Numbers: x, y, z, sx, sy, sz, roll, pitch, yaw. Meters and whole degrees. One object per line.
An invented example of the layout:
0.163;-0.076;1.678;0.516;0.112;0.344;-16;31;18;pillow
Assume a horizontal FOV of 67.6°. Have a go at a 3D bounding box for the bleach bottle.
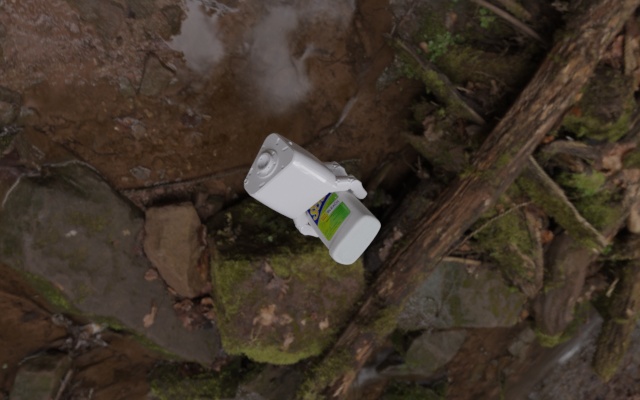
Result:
0.000;0.003;0.886;0.068;0.102;0.250;29;12;-46;bleach bottle
